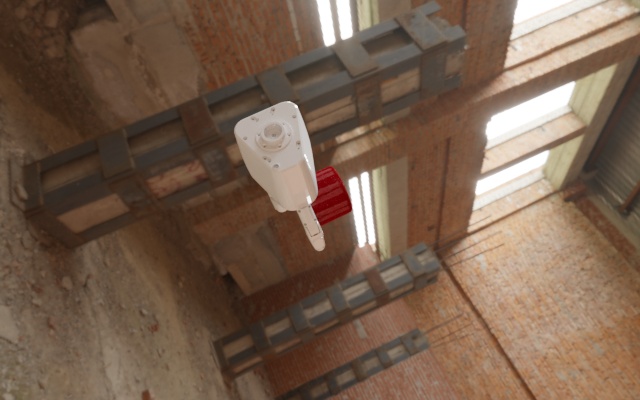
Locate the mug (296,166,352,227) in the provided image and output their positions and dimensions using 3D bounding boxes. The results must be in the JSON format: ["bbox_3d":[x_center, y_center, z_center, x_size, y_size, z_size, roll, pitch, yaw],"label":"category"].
[{"bbox_3d":[0.001,0.003,0.772,0.081,0.093,0.117,-25,-27,-5],"label":"mug"}]
